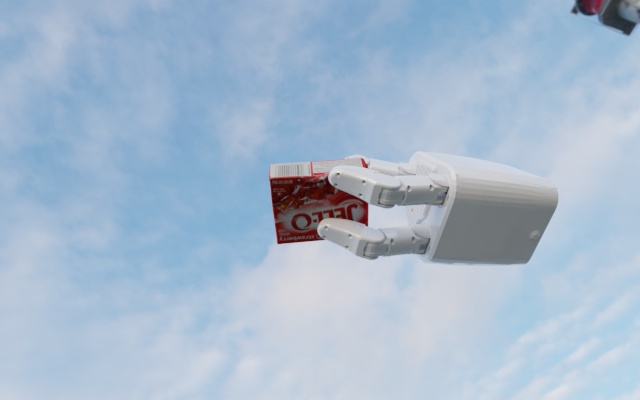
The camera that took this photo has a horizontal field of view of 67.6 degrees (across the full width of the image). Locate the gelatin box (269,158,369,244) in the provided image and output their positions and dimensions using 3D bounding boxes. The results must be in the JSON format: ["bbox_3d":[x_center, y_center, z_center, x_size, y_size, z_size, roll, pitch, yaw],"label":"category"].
[{"bbox_3d":[0.000,0.001,0.442,0.089,0.073,0.030,-4,33,-1],"label":"gelatin box"}]
